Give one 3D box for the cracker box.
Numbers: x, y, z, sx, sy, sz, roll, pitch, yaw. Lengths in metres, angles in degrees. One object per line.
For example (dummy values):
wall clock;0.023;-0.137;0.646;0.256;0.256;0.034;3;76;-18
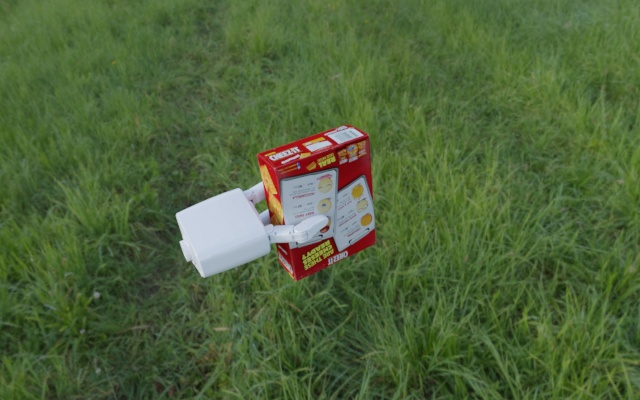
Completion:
cracker box;0.000;0.002;0.772;0.164;0.214;0.072;-22;36;-21
